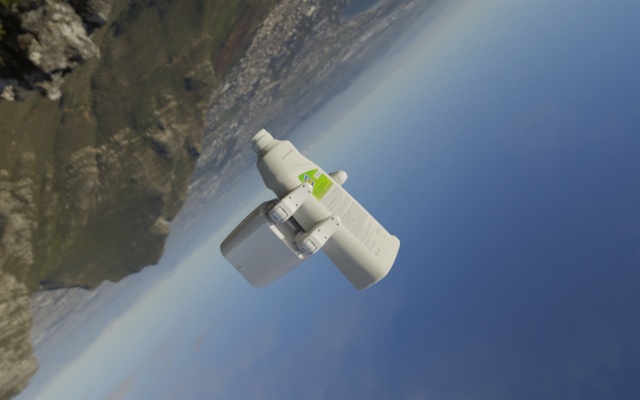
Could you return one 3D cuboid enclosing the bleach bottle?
[{"bbox_3d":[0.000,0.002,0.659,0.068,0.251,0.102,-38,7,31],"label":"bleach bottle"}]
